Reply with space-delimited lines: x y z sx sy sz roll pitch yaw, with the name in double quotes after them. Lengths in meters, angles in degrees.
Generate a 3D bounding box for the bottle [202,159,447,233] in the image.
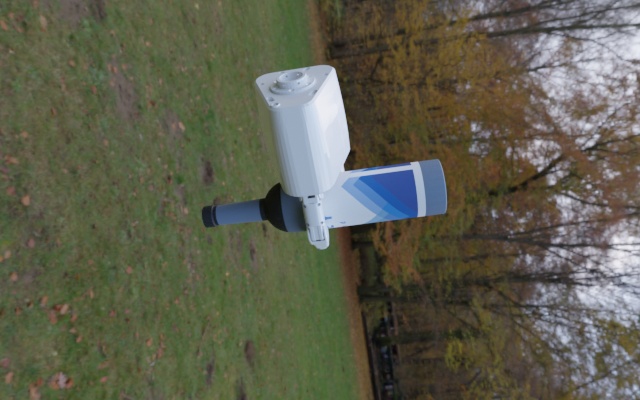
0.000 0.002 0.589 0.296 0.069 0.069 -7 -1 5 "bottle"
